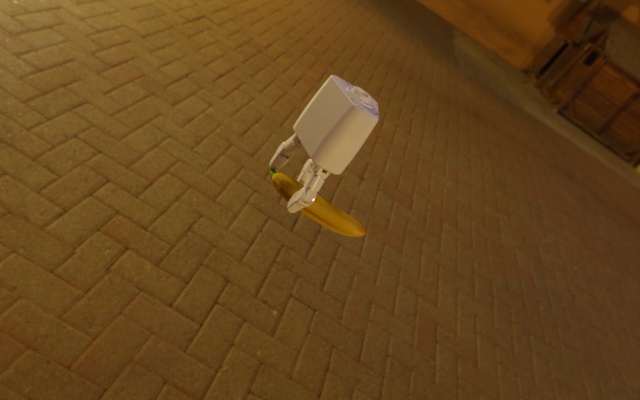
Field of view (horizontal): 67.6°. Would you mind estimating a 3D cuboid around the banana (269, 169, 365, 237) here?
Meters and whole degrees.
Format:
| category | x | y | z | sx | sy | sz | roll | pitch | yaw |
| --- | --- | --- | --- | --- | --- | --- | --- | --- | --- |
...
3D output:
| category | x | y | z | sx | sy | sz | roll | pitch | yaw |
| --- | --- | --- | --- | --- | --- | --- | --- | --- | --- |
| banana | -0.006 | 0.007 | 0.797 | 0.198 | 0.037 | 0.069 | 36 | 23 | -3 |
